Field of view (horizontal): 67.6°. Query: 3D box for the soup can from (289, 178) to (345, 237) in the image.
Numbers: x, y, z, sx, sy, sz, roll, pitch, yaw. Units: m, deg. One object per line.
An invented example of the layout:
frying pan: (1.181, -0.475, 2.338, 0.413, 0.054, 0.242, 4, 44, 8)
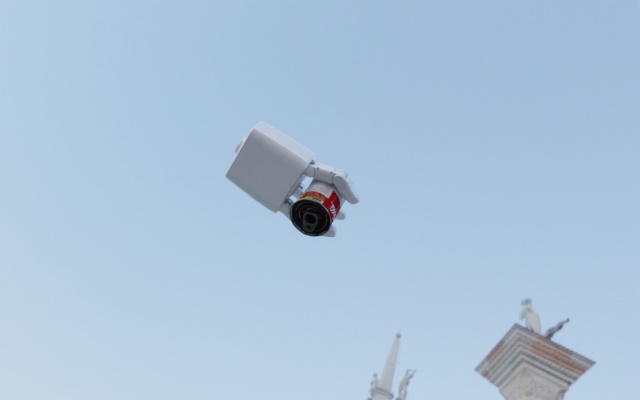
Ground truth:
soup can: (0.001, 0.003, 0.768, 0.068, 0.068, 0.102, 0, 30, 22)
